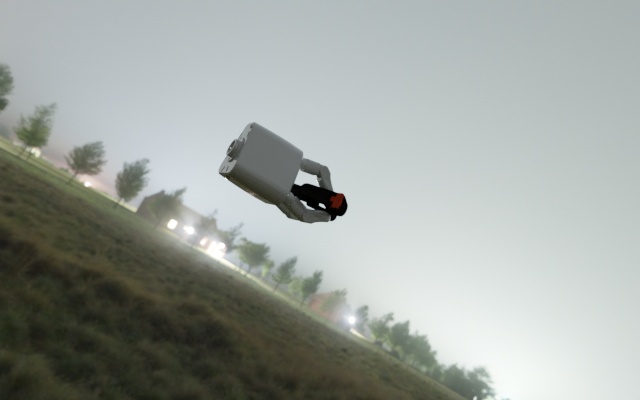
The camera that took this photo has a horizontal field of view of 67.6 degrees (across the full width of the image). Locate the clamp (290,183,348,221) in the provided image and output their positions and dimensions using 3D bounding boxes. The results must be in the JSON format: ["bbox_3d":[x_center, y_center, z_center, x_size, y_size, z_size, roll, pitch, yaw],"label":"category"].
[{"bbox_3d":[0.001,0.002,0.882,0.164,0.036,0.210,29,-9,-25],"label":"clamp"}]
